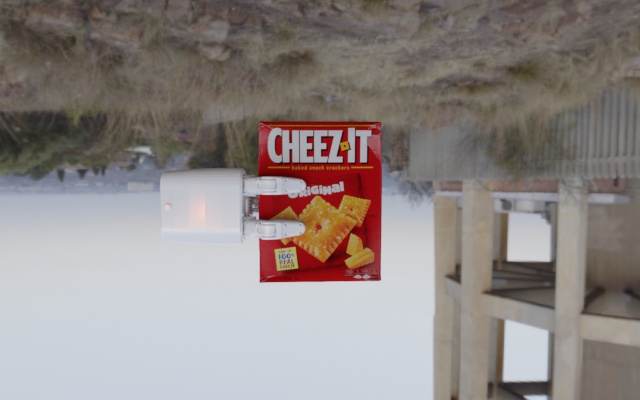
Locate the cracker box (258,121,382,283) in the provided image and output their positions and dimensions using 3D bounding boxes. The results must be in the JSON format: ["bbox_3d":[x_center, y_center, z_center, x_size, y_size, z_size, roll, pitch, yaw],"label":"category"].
[{"bbox_3d":[0.000,0.002,0.648,0.164,0.213,0.072,0,2,0],"label":"cracker box"}]
